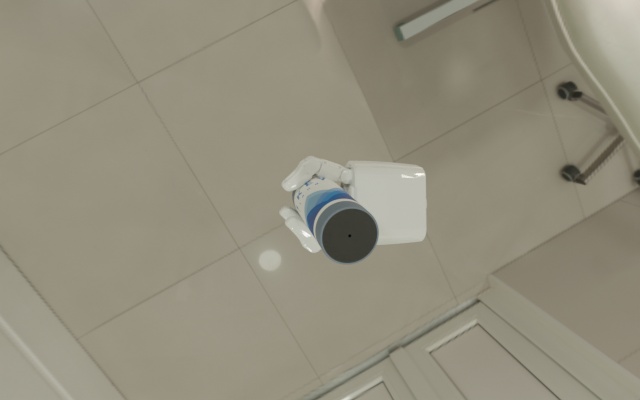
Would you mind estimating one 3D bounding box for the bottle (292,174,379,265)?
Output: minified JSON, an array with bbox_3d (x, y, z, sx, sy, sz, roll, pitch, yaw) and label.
[{"bbox_3d":[0.000,0.002,0.652,0.069,0.069,0.295,0,14,-13],"label":"bottle"}]
